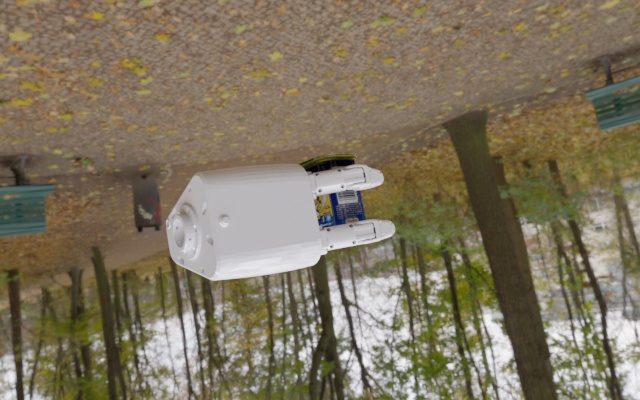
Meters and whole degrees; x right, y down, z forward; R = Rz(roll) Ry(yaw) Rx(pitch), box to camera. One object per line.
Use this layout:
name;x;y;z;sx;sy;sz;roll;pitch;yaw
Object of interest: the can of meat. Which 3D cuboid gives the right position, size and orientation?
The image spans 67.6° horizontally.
can of meat;0.000;0.002;0.525;0.057;0.084;0.102;-5;-9;-42
